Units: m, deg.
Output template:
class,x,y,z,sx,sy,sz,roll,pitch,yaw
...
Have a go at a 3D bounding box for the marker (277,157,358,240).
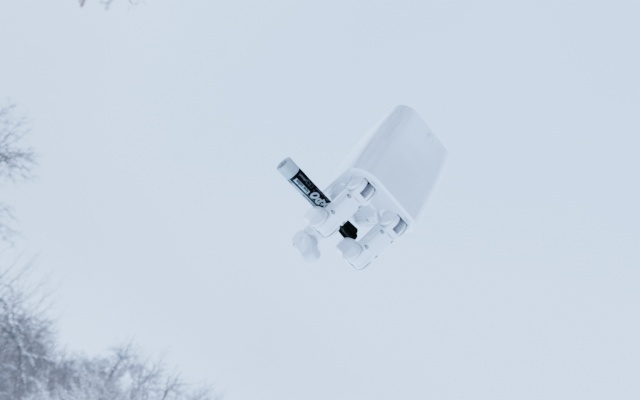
class,x,y,z,sx,sy,sz,roll,pitch,yaw
marker,0.000,0.002,0.514,0.121,0.020,0.020,46,-22,-22
